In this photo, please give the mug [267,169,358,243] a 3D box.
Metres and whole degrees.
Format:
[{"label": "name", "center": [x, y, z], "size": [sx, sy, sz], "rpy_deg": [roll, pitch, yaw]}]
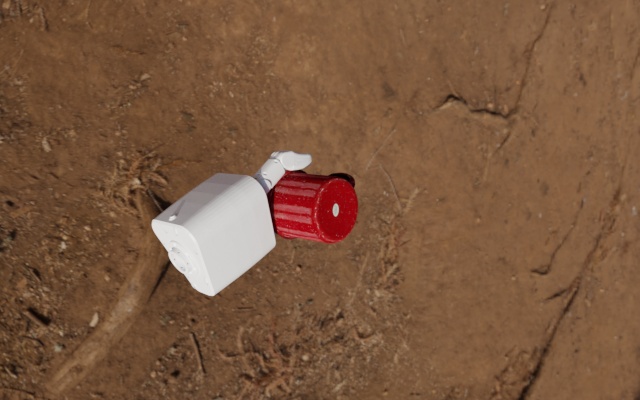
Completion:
[{"label": "mug", "center": [0.001, 0.001, 0.606], "size": [0.081, 0.093, 0.117], "rpy_deg": [7, 38, 44]}]
